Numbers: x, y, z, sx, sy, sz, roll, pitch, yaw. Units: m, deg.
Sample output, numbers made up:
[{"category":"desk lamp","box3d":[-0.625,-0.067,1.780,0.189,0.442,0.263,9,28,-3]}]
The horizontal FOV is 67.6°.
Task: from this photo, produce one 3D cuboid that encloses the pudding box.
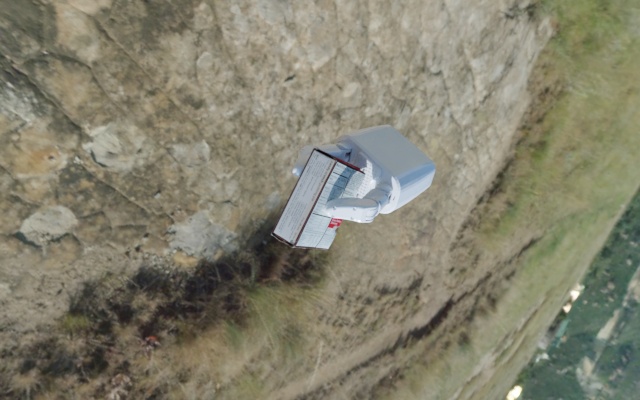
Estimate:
[{"category":"pudding box","box3d":[0.000,0.002,0.566,0.039,0.113,0.090,28,5,28]}]
